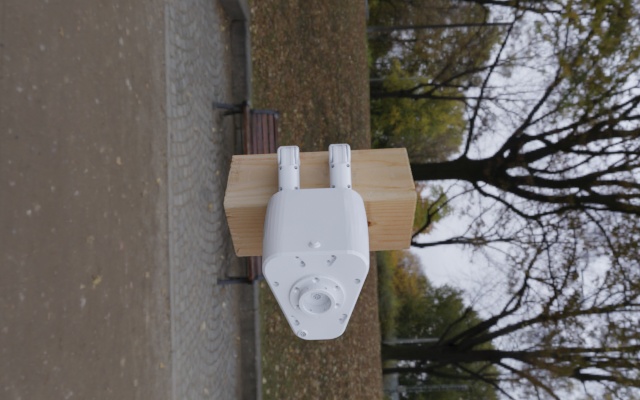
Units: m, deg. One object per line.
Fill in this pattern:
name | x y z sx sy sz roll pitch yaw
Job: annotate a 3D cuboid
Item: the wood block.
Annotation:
wood block | 0.000 0.002 0.567 0.206 0.091 0.090 -2 44 1
